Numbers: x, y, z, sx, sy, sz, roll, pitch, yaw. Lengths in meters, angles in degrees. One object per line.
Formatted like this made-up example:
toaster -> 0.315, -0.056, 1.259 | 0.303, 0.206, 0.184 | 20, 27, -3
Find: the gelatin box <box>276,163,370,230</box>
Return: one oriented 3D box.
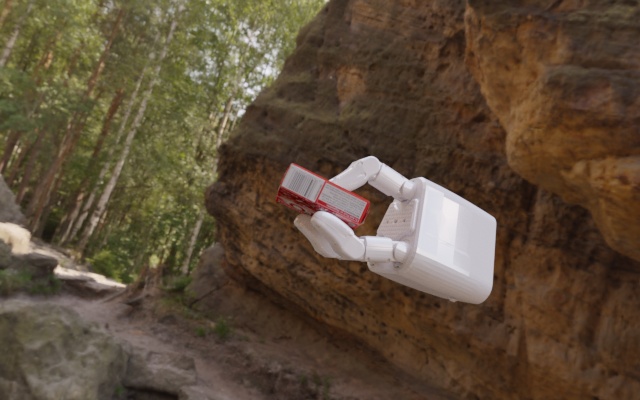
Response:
gelatin box -> 0.000, 0.001, 0.491 | 0.089, 0.030, 0.073 | 26, -13, -3
